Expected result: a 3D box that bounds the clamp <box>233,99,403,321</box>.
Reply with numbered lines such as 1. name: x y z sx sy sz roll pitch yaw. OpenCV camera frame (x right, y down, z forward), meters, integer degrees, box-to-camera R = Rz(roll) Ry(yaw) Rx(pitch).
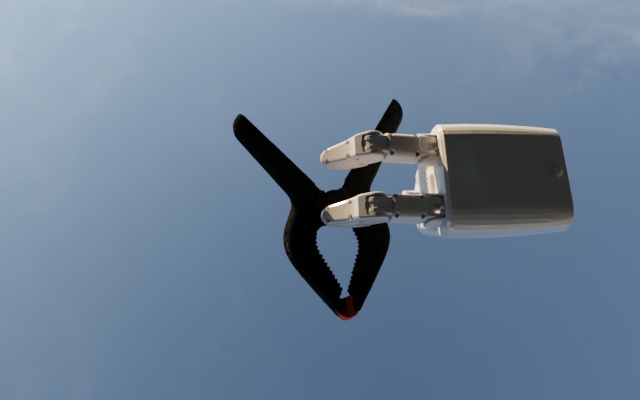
1. clamp: 0.000 0.002 0.437 0.164 0.210 0.036 0 -19 -2
